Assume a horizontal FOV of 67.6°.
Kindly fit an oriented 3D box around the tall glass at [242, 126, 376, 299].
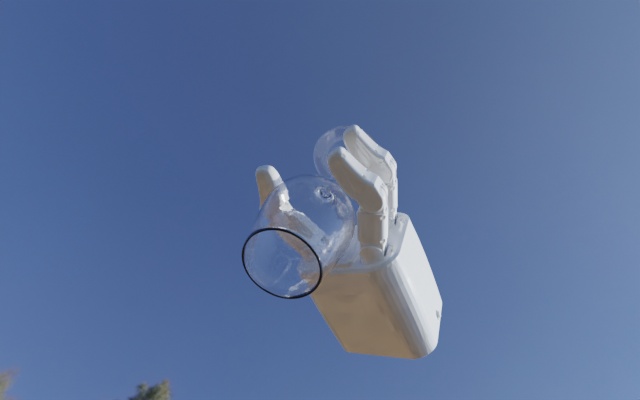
[{"bbox_3d":[0.000,0.001,0.425,0.079,0.079,0.201,0,27,19],"label":"tall glass"}]
